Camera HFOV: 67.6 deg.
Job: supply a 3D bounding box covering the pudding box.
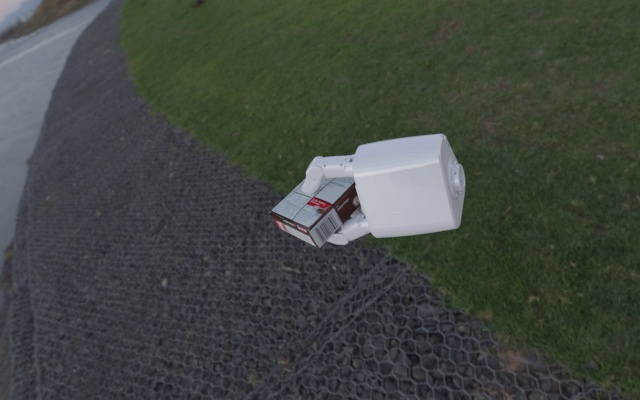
[{"bbox_3d":[0.000,0.002,0.647,0.113,0.039,0.090,-44,37,-22],"label":"pudding box"}]
